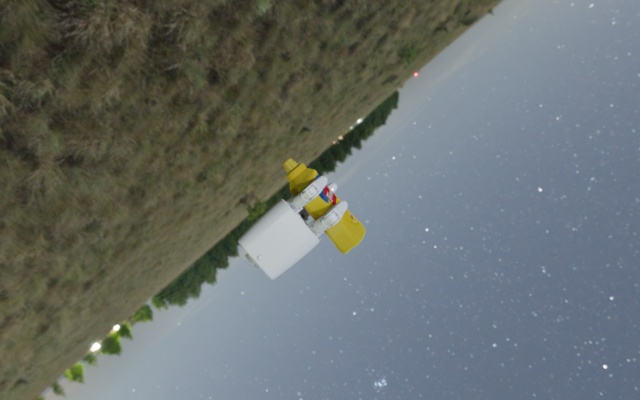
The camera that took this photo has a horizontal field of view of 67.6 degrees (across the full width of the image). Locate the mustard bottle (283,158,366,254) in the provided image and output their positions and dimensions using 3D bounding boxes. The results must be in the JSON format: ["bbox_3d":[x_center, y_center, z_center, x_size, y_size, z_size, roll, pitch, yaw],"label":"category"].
[{"bbox_3d":[0.001,0.003,0.858,0.058,0.191,0.096,-39,5,18],"label":"mustard bottle"}]
